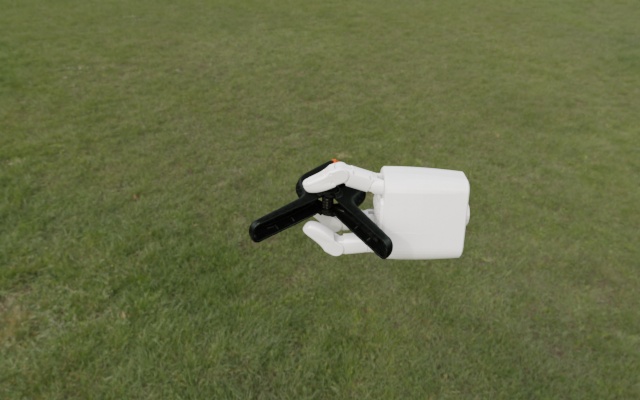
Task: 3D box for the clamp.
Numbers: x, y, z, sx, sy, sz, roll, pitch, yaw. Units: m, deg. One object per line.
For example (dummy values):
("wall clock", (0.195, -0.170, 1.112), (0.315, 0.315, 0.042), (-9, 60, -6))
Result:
("clamp", (0.000, 0.001, 0.617), (0.164, 0.036, 0.209), (5, 30, -2))
